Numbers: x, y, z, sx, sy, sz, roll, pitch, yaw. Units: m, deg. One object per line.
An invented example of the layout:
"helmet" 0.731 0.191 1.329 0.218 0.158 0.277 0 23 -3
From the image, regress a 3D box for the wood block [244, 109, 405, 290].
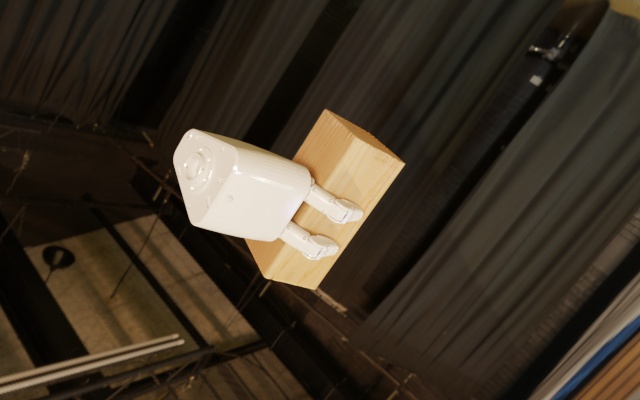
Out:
"wood block" 0.000 0.002 0.617 0.090 0.206 0.090 21 21 -39
